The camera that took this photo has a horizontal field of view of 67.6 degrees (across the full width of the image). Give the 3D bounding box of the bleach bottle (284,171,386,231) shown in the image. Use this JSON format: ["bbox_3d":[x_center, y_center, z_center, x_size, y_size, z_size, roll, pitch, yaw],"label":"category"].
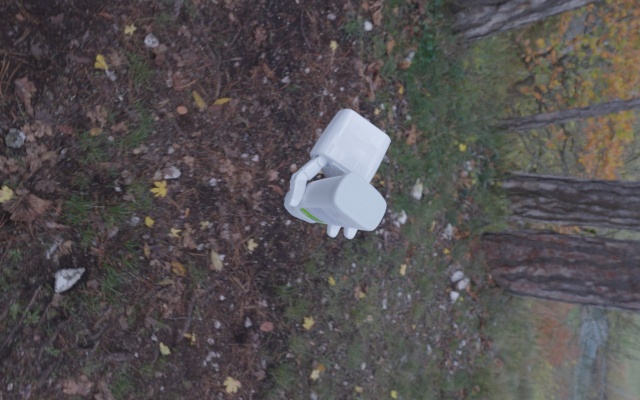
[{"bbox_3d":[0.000,0.003,0.843,0.102,0.068,0.251,39,-19,-26],"label":"bleach bottle"}]
